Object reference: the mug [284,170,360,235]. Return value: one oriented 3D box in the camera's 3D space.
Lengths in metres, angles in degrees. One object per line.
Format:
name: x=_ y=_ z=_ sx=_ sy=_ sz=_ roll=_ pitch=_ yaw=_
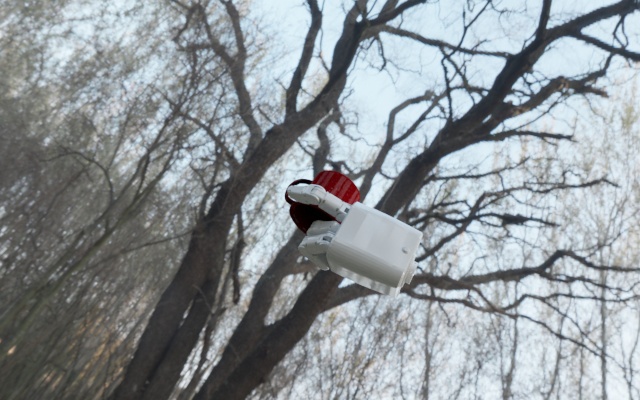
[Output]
mug: x=-0.001 y=0.002 z=0.754 sx=0.117 sy=0.081 sz=0.093 roll=24 pitch=-33 yaw=15
